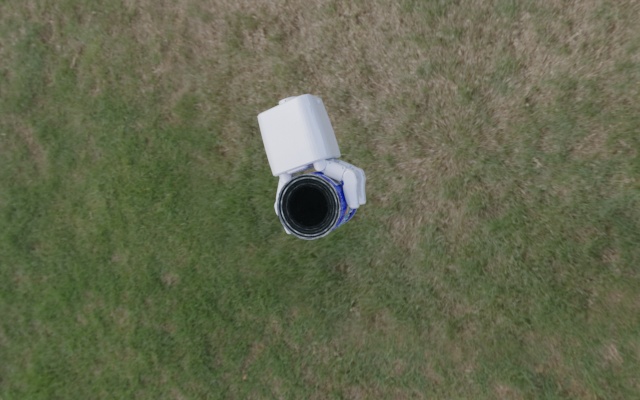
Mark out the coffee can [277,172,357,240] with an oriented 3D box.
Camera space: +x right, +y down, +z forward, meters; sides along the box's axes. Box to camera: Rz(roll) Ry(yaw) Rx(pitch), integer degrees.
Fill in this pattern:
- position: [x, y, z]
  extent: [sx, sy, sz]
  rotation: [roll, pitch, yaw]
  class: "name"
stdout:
- position: [0.000, 0.003, 0.792]
  extent: [0.103, 0.103, 0.140]
  rotation: [0, 6, 16]
  class: "coffee can"
